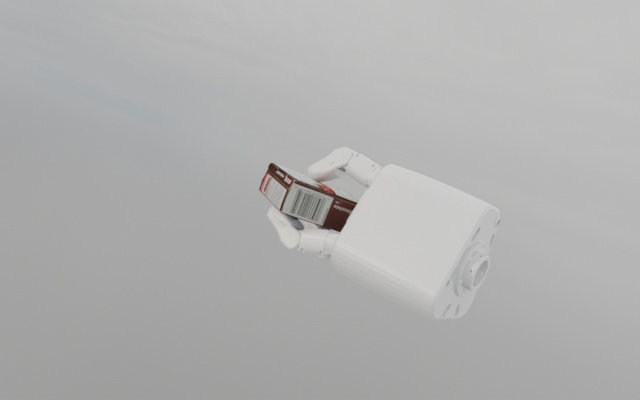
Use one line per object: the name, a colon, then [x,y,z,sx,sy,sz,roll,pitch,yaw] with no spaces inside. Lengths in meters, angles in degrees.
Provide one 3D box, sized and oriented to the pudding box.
pudding box: [0.000,0.002,0.512,0.113,0.039,0.090,22,6,-25]
